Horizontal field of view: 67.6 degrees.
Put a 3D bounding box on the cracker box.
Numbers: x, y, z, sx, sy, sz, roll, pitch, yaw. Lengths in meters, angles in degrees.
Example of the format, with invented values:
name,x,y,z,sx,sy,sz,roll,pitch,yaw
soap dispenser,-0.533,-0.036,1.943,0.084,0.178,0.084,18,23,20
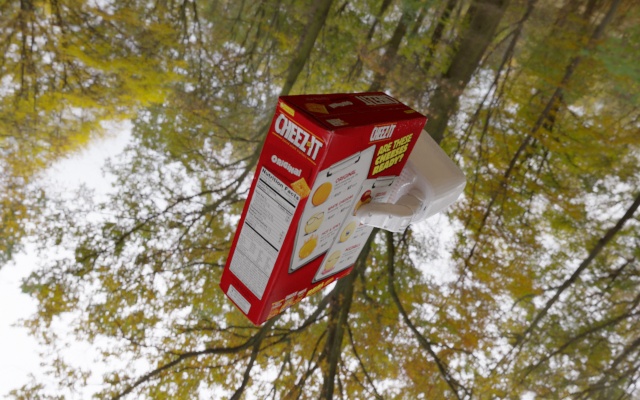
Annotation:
name,x,y,z,sx,sy,sz,roll,pitch,yaw
cracker box,0.000,0.002,0.478,0.072,0.214,0.164,37,31,25
